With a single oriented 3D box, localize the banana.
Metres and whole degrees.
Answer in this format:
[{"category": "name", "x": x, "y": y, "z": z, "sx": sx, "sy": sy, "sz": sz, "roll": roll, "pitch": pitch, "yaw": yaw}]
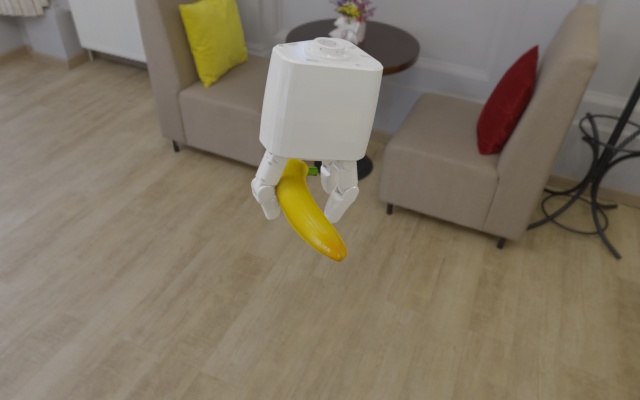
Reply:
[{"category": "banana", "x": -0.018, "y": -0.003, "z": 0.555, "sx": 0.069, "sy": 0.037, "sz": 0.197, "roll": 10, "pitch": 31, "yaw": -17}]
